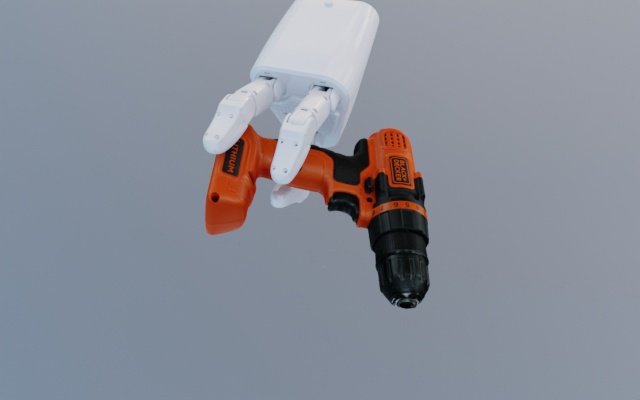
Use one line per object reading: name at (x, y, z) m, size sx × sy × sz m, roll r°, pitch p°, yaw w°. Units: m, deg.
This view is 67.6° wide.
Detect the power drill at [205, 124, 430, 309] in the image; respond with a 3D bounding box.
power drill at (0.000, 0.001, 0.414) m, size 0.187 × 0.184 × 0.057 m, roll 8°, pitch -42°, yaw -9°
